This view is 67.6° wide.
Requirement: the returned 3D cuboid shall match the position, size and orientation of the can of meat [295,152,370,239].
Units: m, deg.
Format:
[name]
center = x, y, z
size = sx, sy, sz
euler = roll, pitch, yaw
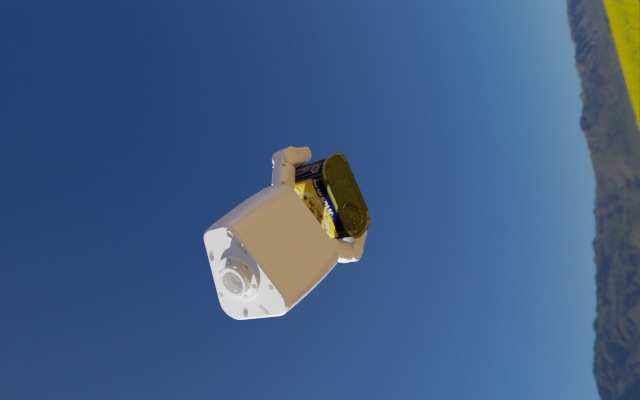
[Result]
[can of meat]
center = 0.000, 0.002, 0.584
size = 0.084, 0.102, 0.057
euler = -14, 18, 35
